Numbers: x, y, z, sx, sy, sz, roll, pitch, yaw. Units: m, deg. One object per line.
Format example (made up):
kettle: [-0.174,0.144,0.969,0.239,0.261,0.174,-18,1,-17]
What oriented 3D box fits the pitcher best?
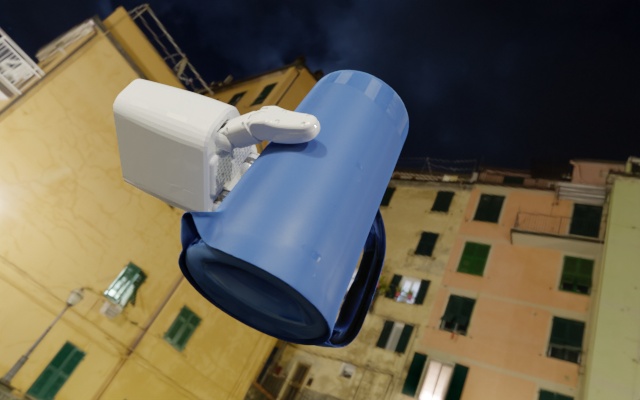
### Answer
pitcher: [0.000,0.001,0.436,0.145,0.242,0.149,20,-34,15]
